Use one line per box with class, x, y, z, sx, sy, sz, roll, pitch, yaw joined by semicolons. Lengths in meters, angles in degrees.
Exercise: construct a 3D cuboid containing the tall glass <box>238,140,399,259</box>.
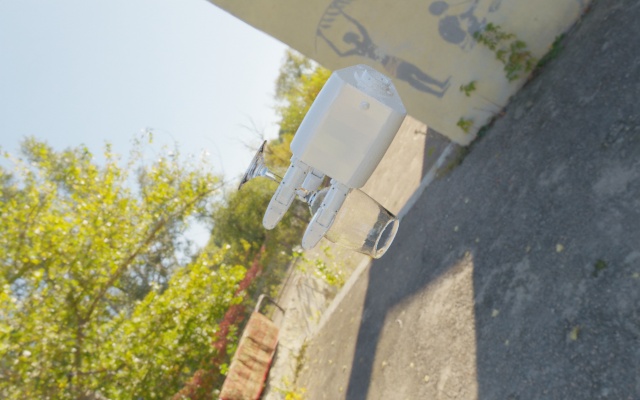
tall glass;-0.001;0.002;0.616;0.201;0.079;0.079;29;-3;-5
